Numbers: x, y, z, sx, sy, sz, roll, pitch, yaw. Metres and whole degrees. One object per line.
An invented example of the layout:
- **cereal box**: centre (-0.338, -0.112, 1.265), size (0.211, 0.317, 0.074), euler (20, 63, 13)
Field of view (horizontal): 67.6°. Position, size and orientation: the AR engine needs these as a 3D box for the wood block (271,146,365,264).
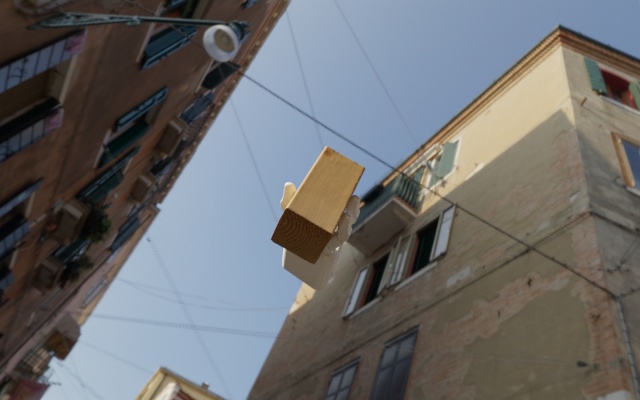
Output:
- **wood block**: centre (0.000, 0.003, 0.872), size (0.091, 0.090, 0.206), euler (29, 41, 0)
